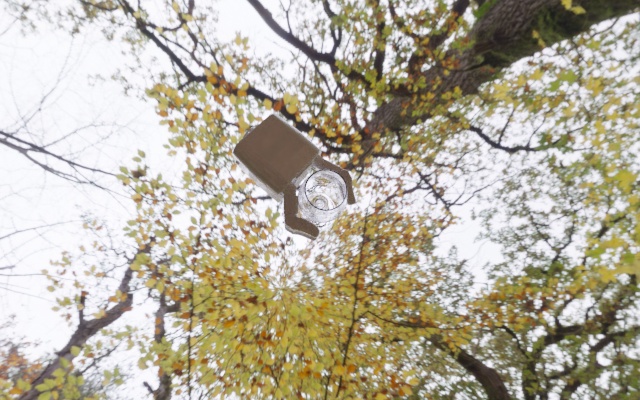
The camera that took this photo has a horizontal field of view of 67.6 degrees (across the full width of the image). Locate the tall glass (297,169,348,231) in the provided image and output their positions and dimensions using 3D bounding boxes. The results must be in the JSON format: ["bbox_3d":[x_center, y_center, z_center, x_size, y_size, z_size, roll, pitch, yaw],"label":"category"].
[{"bbox_3d":[0.000,0.003,0.783,0.079,0.079,0.201,0,-10,-5],"label":"tall glass"}]
